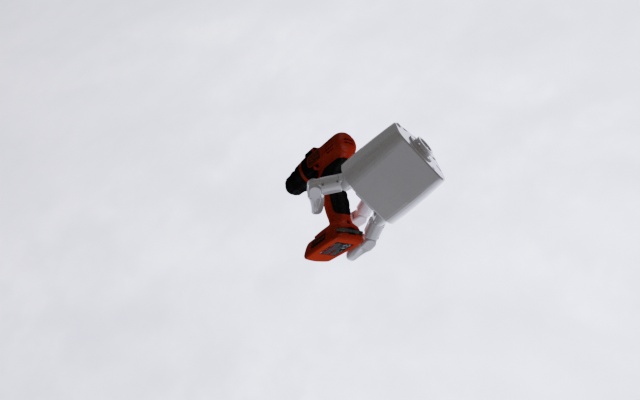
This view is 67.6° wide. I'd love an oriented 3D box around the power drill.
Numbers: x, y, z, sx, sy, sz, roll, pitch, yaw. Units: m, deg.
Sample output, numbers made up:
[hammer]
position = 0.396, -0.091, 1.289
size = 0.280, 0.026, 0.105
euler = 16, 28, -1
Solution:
[power drill]
position = 0.000, 0.003, 0.797
size = 0.057, 0.187, 0.184
euler = 8, -29, -32
